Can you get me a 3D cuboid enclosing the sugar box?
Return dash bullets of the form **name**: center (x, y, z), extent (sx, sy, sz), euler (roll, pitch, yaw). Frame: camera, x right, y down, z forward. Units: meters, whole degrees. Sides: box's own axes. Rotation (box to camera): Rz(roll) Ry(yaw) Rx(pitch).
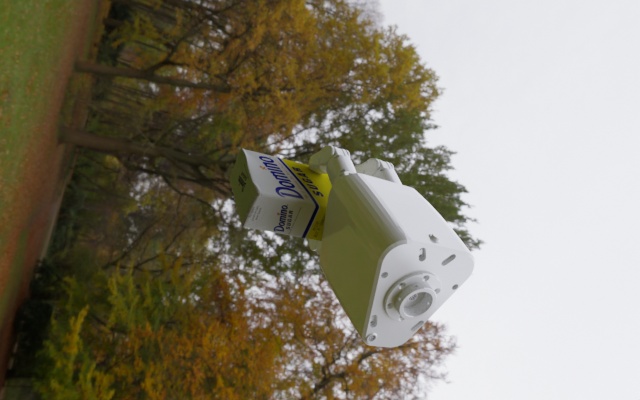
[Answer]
- **sugar box**: center (0.000, 0.001, 0.498), extent (0.176, 0.048, 0.093), euler (14, 26, -27)
